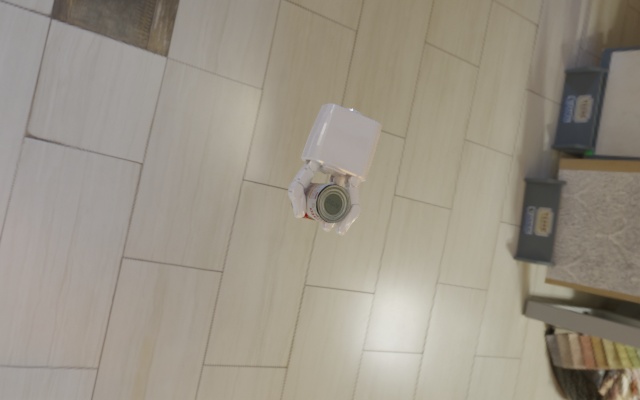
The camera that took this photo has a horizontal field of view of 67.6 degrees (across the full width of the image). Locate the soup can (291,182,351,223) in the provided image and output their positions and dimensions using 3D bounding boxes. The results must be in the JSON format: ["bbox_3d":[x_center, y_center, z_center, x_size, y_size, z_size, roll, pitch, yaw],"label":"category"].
[{"bbox_3d":[0.000,0.003,0.839,0.068,0.068,0.102,0,4,-28],"label":"soup can"}]
